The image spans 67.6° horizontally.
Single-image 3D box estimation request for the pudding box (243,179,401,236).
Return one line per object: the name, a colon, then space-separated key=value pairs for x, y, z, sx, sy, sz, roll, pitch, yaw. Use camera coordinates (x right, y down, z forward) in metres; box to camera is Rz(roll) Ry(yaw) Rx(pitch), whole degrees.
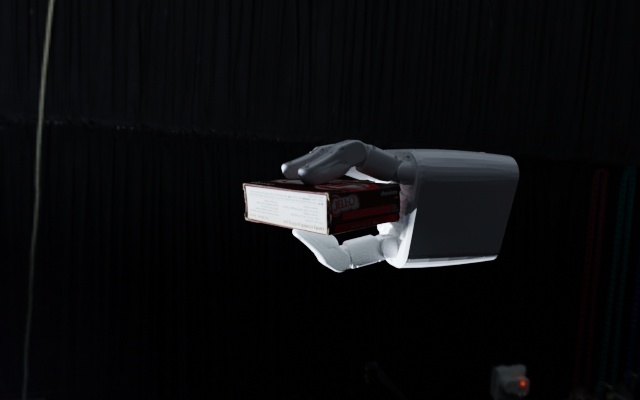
pudding box: x=0.000 y=0.002 z=0.423 sx=0.090 sy=0.039 sz=0.113 roll=-6 pitch=7 yaw=-44
